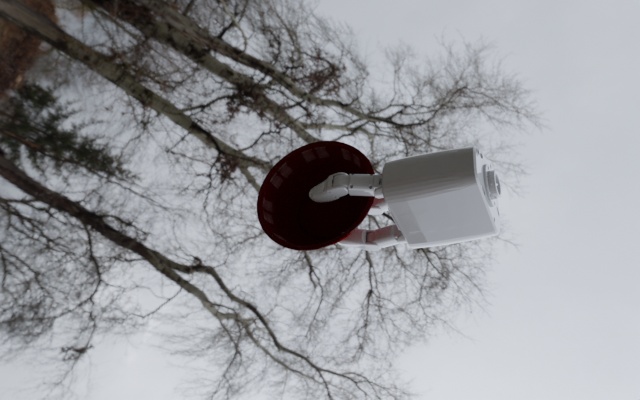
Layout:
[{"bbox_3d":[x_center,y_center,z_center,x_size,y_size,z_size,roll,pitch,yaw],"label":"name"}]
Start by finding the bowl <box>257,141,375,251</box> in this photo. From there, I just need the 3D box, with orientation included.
[{"bbox_3d":[-0.001,0.002,0.628,0.162,0.162,0.055,0,-29,22],"label":"bowl"}]
